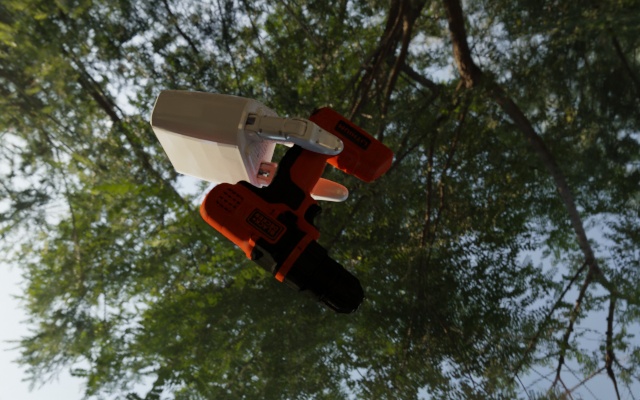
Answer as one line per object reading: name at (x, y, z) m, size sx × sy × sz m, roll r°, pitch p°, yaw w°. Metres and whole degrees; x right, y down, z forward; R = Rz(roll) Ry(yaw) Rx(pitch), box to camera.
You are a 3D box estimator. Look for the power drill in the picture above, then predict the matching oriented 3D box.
power drill at (0.000, 0.001, 0.498) m, size 0.184 × 0.187 × 0.057 m, roll 36°, pitch -31°, yaw 4°
